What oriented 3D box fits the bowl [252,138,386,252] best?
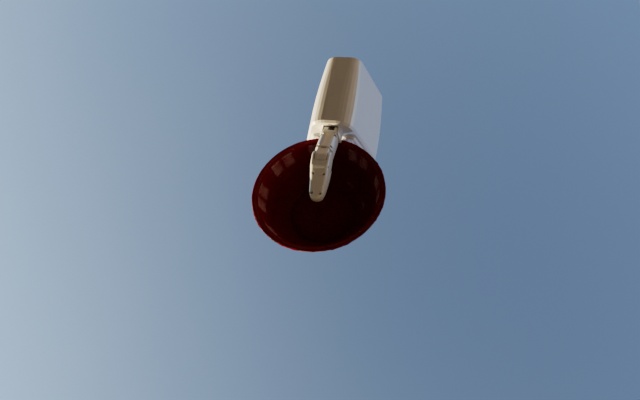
[{"bbox_3d":[0.000,0.003,0.589,0.162,0.162,0.055,0,-32,9],"label":"bowl"}]
